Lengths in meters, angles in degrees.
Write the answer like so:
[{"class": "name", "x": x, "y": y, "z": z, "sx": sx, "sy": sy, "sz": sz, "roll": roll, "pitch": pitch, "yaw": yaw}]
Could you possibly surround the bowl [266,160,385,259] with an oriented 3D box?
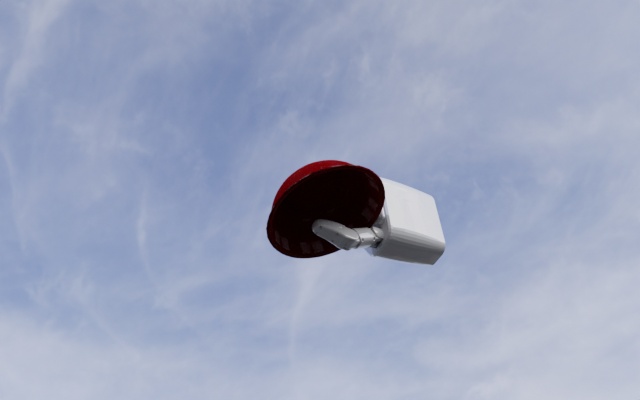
[{"class": "bowl", "x": -0.001, "y": 0.001, "z": 0.619, "sx": 0.162, "sy": 0.162, "sz": 0.055, "roll": 0, "pitch": 42, "yaw": -30}]
